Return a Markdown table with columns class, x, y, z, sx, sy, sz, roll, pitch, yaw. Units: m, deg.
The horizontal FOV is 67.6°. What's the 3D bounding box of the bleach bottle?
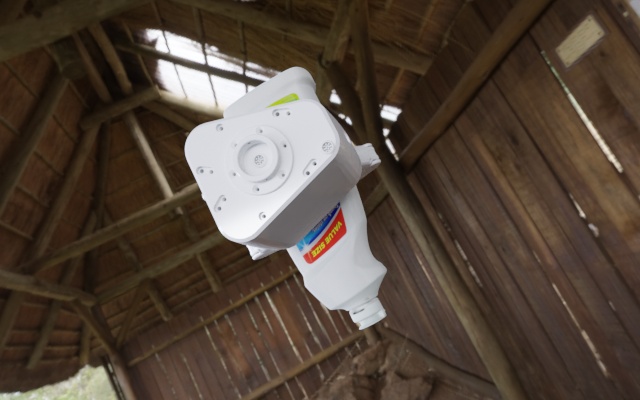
| class | x | y | z | sx | sy | sz | roll | pitch | yaw |
| --- | --- | --- | --- | --- | --- | --- | --- | --- | --- |
| bleach bottle | 0.000 | 0.002 | 0.471 | 0.102 | 0.250 | 0.068 | -29 | -11 | 7 |
